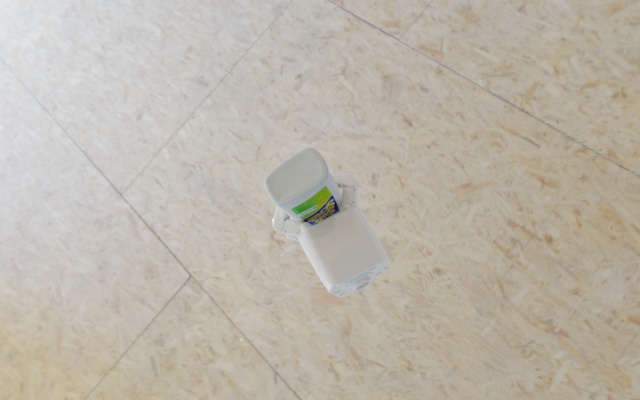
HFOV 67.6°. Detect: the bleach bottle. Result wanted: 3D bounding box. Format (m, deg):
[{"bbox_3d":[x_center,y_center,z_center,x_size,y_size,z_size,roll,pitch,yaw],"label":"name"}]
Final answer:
[{"bbox_3d":[0.000,0.003,0.813,0.102,0.068,0.251,-33,-26,7],"label":"bleach bottle"}]
